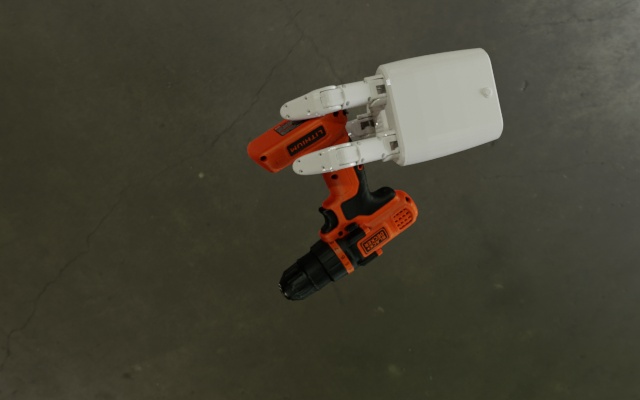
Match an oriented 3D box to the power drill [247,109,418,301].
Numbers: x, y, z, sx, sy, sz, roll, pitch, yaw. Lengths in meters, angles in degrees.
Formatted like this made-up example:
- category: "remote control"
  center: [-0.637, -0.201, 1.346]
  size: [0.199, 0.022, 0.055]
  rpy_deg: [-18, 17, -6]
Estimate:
- category: "power drill"
  center: [0.000, 0.001, 0.521]
  size: [0.184, 0.188, 0.057]
  rpy_deg: [-36, 29, -9]
